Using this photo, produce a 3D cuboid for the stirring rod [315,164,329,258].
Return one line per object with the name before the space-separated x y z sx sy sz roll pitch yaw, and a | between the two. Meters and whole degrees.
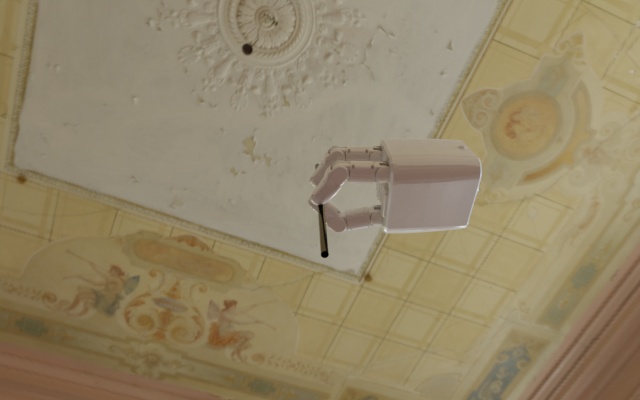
stirring rod | 0.000 0.002 0.574 0.011 0.011 0.239 0 25 -2
